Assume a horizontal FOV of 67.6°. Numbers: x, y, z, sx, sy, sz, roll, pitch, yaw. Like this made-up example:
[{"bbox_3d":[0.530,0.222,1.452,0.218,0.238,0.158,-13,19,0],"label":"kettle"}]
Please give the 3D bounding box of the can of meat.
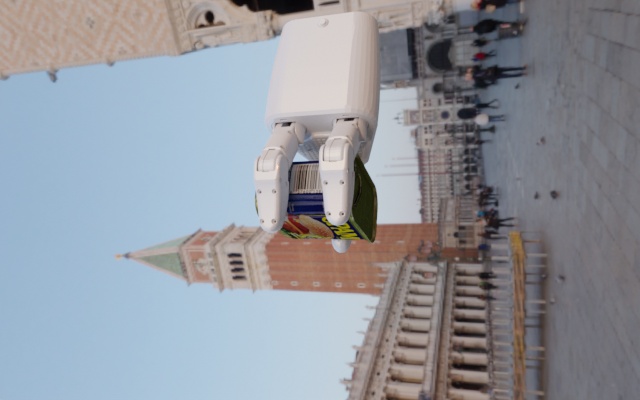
[{"bbox_3d":[0.000,0.001,0.426,0.084,0.057,0.102,-1,-19,18],"label":"can of meat"}]
